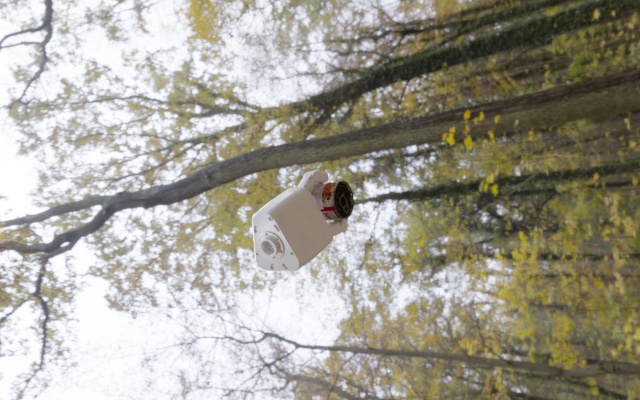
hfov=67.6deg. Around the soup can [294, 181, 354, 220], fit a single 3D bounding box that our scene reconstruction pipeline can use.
[{"bbox_3d":[0.000,0.003,0.867,0.102,0.068,0.068,-5,-3,34],"label":"soup can"}]
